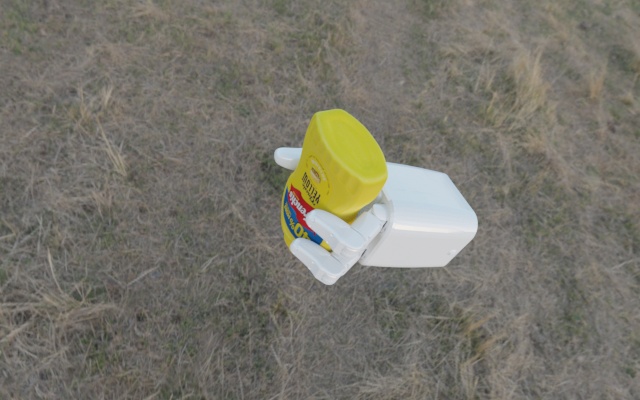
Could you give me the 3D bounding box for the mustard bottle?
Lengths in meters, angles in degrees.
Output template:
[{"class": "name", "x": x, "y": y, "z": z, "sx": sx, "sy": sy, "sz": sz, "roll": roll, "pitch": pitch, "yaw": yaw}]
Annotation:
[{"class": "mustard bottle", "x": 0.000, "y": 0.002, "z": 0.512, "sx": 0.058, "sy": 0.096, "sz": 0.192, "roll": -17, "pitch": -28, "yaw": -32}]
